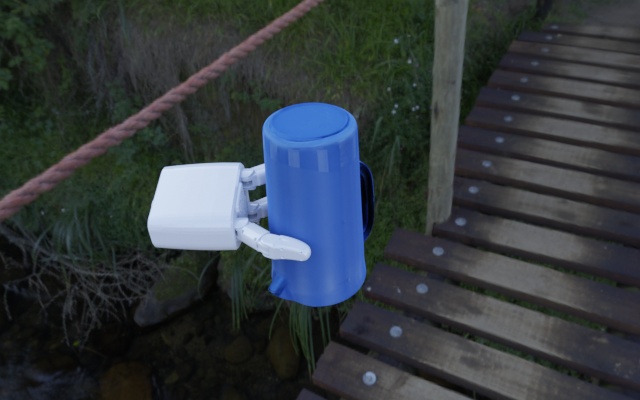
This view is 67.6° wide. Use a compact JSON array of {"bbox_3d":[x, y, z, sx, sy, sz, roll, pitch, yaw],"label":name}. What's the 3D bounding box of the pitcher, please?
[{"bbox_3d":[0.000,0.002,0.612,0.145,0.243,0.149,0,36,4],"label":"pitcher"}]
